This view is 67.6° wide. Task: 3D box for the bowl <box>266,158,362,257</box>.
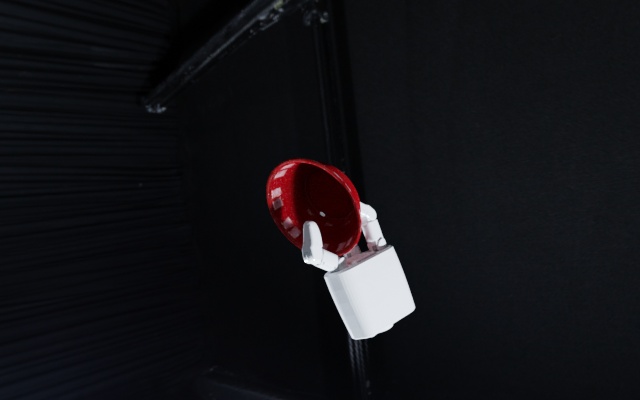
[{"bbox_3d":[0.000,0.001,0.702,0.162,0.162,0.055,0,27,36],"label":"bowl"}]
